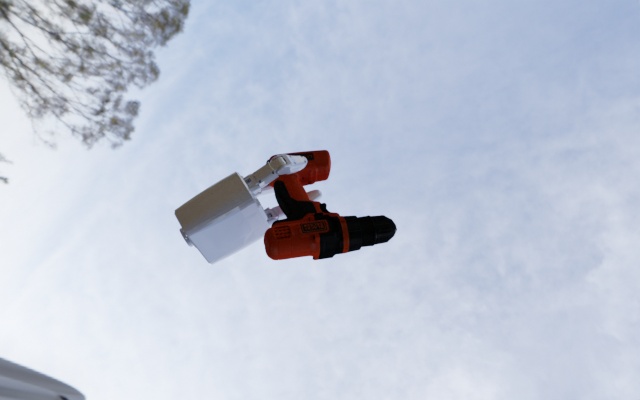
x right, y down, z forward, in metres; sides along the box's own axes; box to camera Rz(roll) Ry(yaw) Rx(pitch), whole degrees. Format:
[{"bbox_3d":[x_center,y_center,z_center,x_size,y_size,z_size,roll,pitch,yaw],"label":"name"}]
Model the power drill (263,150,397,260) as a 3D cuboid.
[{"bbox_3d":[0.000,0.002,0.699,0.184,0.057,0.187,-6,43,-12],"label":"power drill"}]
